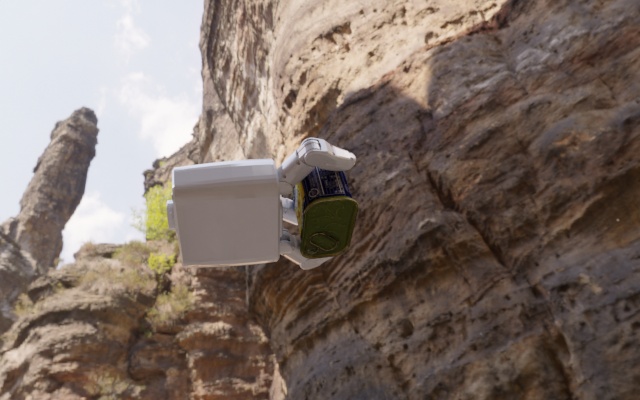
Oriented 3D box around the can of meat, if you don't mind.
[{"bbox_3d":[0.000,0.001,0.534,0.057,0.084,0.102,-6,-40,-11],"label":"can of meat"}]
